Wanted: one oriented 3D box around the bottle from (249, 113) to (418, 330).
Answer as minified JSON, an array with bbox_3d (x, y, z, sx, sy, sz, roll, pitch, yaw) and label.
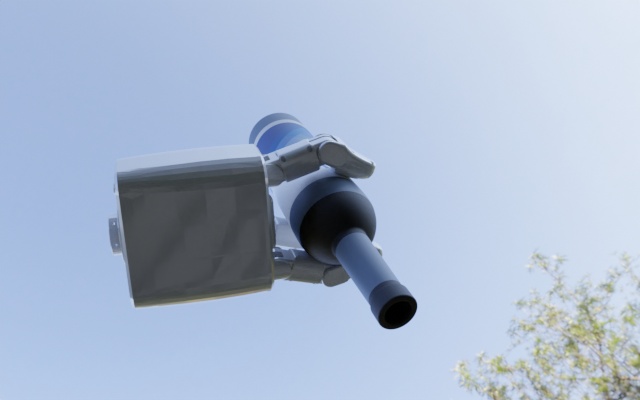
[{"bbox_3d":[0.000,0.001,0.415,0.069,0.069,0.295,0,28,-22],"label":"bottle"}]
